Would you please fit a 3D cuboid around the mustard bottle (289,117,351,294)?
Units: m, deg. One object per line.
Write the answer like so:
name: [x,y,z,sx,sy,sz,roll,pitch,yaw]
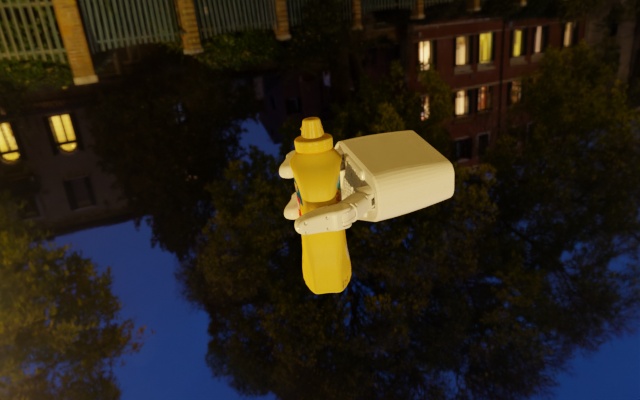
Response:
mustard bottle: [0.000,0.002,0.541,0.058,0.192,0.096,-4,22,3]
